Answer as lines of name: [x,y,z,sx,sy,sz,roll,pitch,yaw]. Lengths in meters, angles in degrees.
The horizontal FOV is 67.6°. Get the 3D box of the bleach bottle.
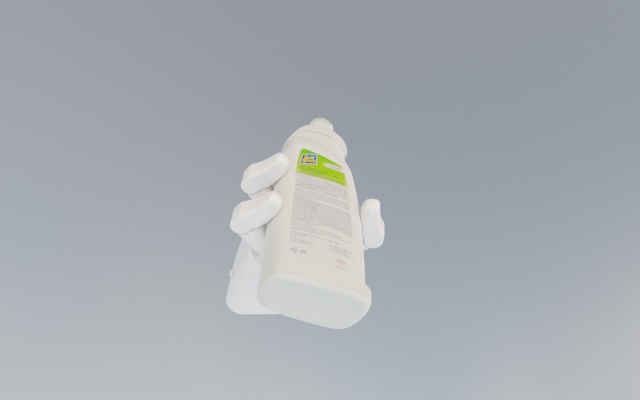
bleach bottle: [0.000,0.002,0.503,0.102,0.250,0.068,19,-46,-14]
